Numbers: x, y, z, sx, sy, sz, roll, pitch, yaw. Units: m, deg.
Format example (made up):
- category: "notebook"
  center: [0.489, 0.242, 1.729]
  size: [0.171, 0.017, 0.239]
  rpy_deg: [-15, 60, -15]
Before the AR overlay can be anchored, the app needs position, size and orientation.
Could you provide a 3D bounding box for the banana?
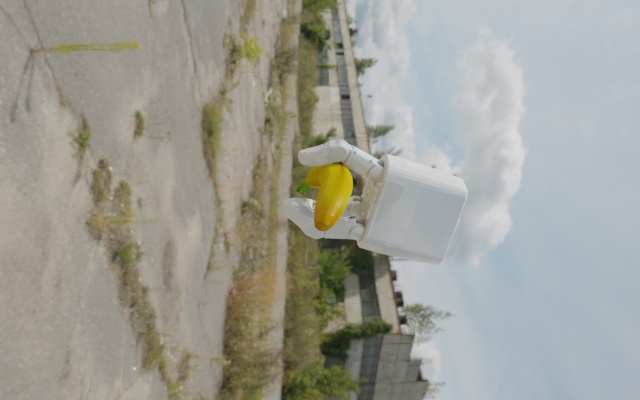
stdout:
- category: "banana"
  center: [0.010, -0.014, 0.566]
  size: [0.037, 0.069, 0.197]
  rpy_deg: [32, 6, -12]
